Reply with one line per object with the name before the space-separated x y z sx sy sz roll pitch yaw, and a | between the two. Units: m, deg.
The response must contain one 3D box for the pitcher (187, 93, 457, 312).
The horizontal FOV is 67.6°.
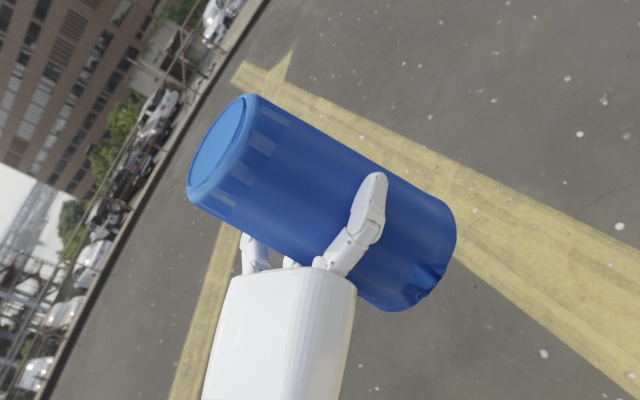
pitcher | 0.000 0.002 0.465 0.243 0.145 0.149 30 -34 -28
